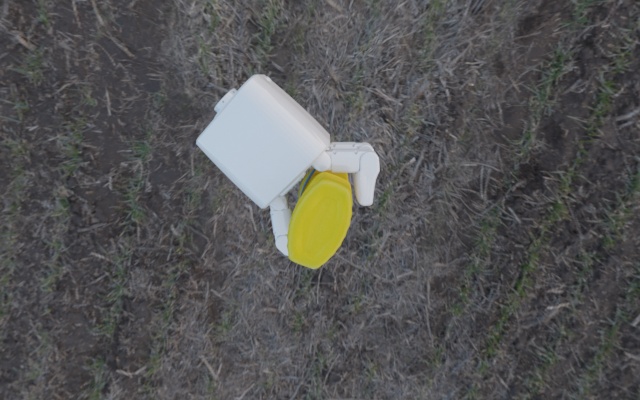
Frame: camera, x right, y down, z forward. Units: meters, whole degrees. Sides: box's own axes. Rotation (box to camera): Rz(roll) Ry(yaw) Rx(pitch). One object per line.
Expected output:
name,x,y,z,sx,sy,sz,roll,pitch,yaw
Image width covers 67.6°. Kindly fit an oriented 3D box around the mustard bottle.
mustard bottle,0.000,0.002,0.562,0.058,0.096,0.191,20,14,-4
